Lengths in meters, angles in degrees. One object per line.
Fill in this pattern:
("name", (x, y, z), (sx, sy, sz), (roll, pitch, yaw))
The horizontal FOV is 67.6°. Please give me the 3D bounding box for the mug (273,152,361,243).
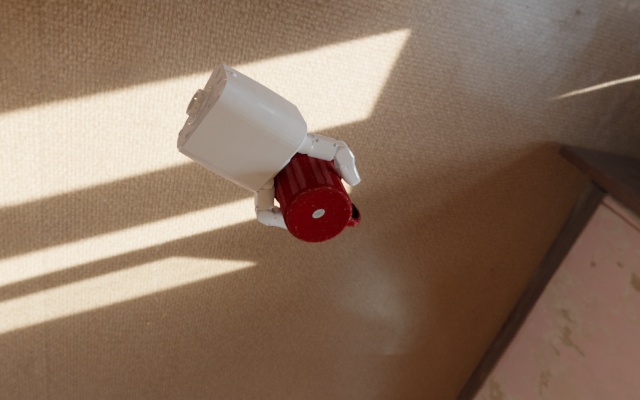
("mug", (0.001, 0.003, 0.587), (0.117, 0.093, 0.081), (26, 23, -27))
